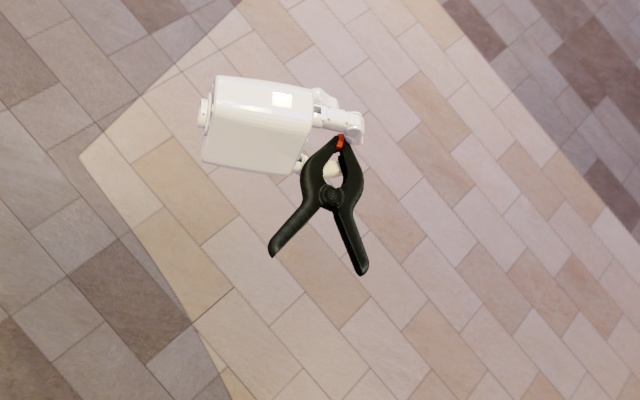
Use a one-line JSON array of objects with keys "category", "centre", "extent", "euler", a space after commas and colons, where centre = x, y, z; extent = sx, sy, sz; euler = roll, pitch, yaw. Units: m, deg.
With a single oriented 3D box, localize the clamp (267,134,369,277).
[{"category": "clamp", "centre": [0.000, 0.002, 0.567], "extent": [0.120, 0.171, 0.039], "euler": [7, -18, -20]}]
